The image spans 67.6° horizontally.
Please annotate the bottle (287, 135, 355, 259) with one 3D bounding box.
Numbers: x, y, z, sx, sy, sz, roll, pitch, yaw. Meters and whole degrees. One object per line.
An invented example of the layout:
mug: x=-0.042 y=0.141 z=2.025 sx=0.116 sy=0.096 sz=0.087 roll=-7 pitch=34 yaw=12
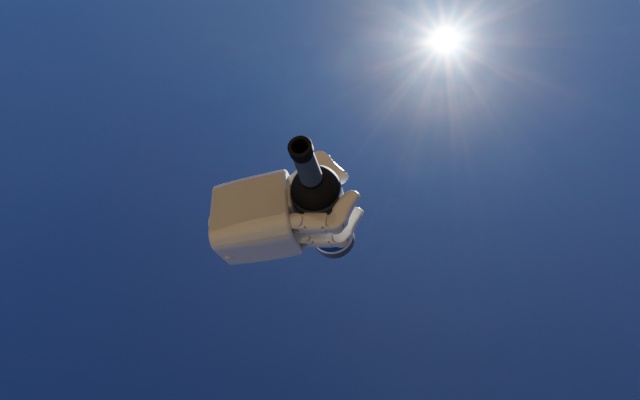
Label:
bottle: x=0.000 y=0.002 z=0.649 sx=0.069 sy=0.069 sz=0.296 roll=0 pitch=-25 yaw=10
